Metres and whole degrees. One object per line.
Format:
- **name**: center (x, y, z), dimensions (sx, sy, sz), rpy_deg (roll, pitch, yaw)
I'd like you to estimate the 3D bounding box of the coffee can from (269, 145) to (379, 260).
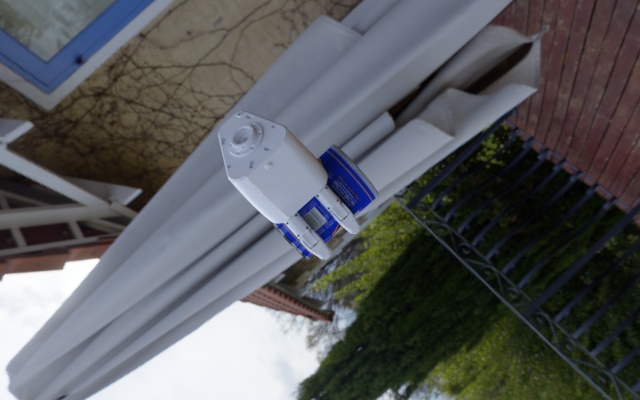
- **coffee can**: center (0.000, 0.002, 0.700), dimensions (0.140, 0.103, 0.103), rpy_deg (-42, 0, 0)
